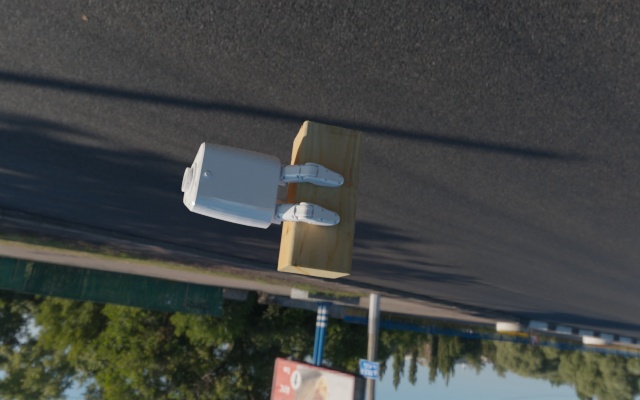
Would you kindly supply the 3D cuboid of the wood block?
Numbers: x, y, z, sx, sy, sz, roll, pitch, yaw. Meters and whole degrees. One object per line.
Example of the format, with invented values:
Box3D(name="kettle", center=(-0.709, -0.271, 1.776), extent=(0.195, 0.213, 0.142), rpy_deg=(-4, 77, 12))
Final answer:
Box3D(name="wood block", center=(0.000, 0.002, 0.697), extent=(0.090, 0.206, 0.091), rpy_deg=(10, -15, -12))
